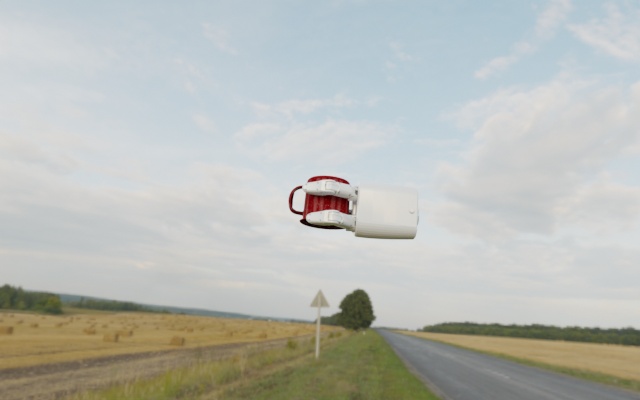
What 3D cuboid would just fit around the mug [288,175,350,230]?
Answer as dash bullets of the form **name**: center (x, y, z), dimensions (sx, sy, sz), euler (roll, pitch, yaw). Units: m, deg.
- **mug**: center (-0.001, 0.003, 0.869), dimensions (0.117, 0.081, 0.093), euler (6, -15, -1)
